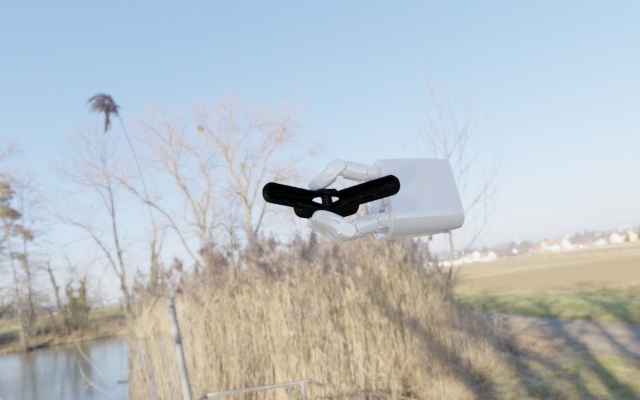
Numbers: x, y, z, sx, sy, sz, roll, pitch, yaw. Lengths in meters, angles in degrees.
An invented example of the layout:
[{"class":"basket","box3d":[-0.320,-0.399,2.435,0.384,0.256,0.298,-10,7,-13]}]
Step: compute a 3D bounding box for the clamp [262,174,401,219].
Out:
[{"class":"clamp","box3d":[0.000,0.001,0.650,0.164,0.036,0.210,-1,-11,-10]}]
